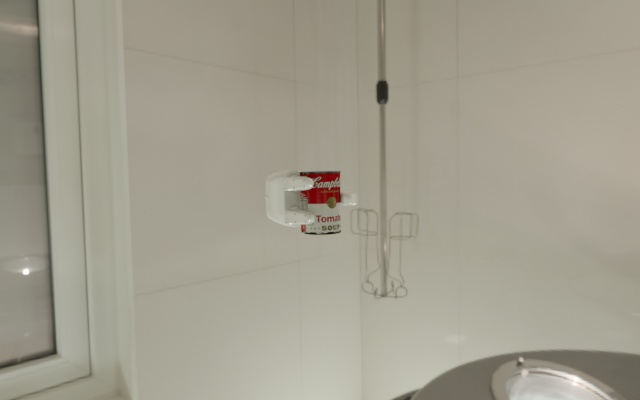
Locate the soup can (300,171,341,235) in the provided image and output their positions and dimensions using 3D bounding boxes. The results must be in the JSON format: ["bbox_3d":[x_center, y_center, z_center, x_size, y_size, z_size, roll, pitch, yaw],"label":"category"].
[{"bbox_3d":[0.000,0.003,0.788,0.068,0.102,0.068,-1,3,0],"label":"soup can"}]
